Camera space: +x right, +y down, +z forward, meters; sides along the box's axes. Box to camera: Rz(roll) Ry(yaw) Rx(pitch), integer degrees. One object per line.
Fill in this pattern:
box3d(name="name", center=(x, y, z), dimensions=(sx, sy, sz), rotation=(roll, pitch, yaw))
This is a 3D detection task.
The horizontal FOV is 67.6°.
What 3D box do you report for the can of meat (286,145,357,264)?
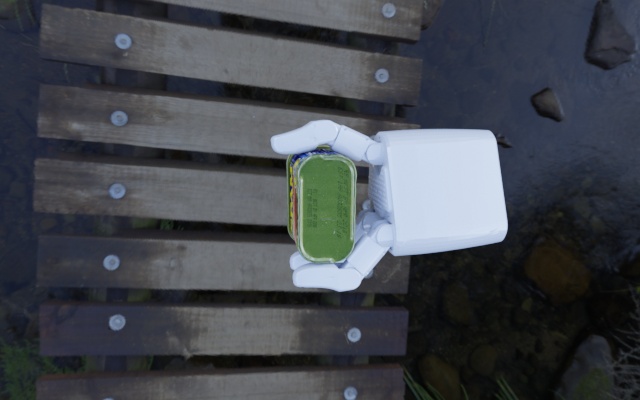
box3d(name="can of meat", center=(0.000, 0.001, 0.450), dimensions=(0.057, 0.102, 0.084), rotation=(-1, 10, -8))
